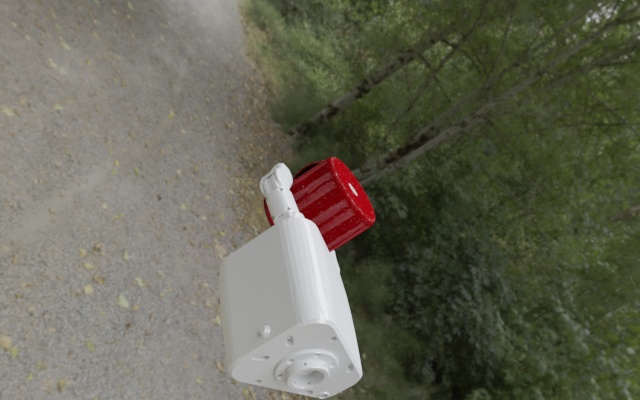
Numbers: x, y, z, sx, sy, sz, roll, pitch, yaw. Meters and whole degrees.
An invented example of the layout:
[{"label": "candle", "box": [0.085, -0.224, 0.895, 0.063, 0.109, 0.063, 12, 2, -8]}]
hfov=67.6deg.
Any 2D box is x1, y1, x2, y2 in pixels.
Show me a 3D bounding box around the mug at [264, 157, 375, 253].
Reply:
[{"label": "mug", "box": [0.000, 0.001, 0.500, 0.081, 0.117, 0.093, -33, -51, 16]}]
